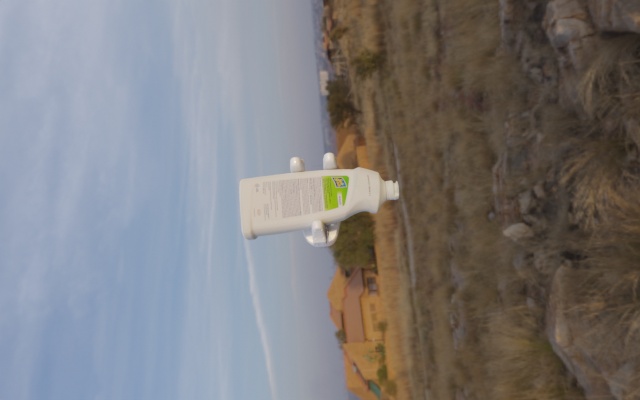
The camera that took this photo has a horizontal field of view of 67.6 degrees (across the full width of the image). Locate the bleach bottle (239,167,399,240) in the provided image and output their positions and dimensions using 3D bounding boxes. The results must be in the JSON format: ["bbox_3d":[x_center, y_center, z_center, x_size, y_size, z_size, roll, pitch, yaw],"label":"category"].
[{"bbox_3d":[0.000,0.002,0.770,0.251,0.102,0.068,-5,-9,2],"label":"bleach bottle"}]
